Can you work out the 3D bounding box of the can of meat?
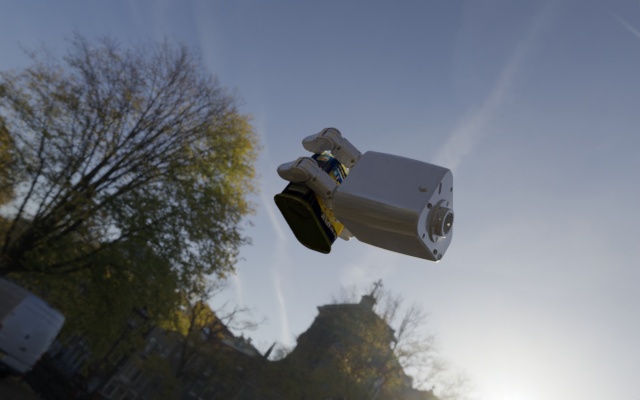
[{"bbox_3d":[0.000,0.002,0.603,0.057,0.084,0.102,12,-37,39],"label":"can of meat"}]
